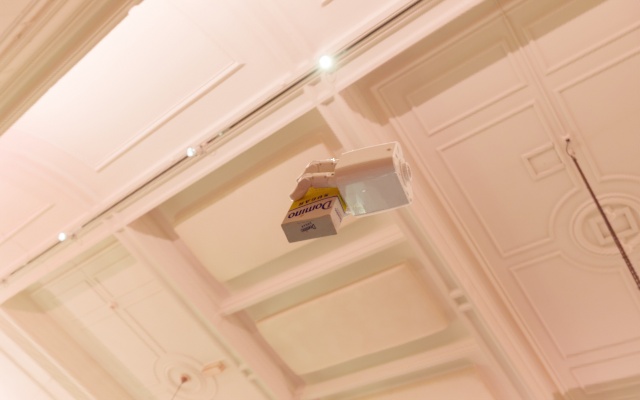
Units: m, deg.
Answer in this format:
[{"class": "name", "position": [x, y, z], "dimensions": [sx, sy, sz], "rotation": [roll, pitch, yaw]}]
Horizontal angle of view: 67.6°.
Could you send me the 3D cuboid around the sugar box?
[{"class": "sugar box", "position": [0.000, 0.002, 0.854], "dimensions": [0.093, 0.048, 0.176], "rotation": [-12, 25, 22]}]
